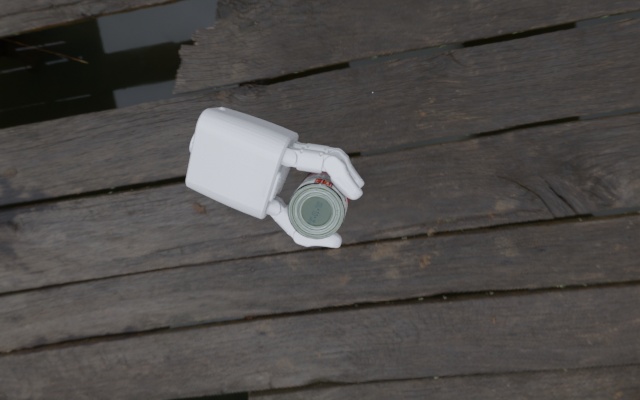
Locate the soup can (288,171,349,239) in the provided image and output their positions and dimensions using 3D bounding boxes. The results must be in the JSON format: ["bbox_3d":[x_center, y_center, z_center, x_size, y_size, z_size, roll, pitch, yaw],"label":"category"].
[{"bbox_3d":[0.000,0.002,0.588,0.068,0.068,0.102,0,13,6],"label":"soup can"}]
